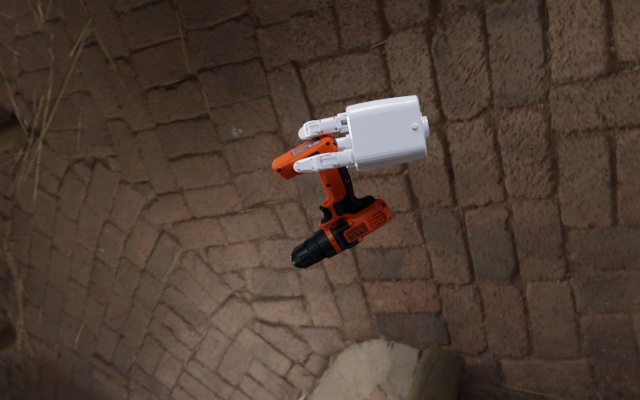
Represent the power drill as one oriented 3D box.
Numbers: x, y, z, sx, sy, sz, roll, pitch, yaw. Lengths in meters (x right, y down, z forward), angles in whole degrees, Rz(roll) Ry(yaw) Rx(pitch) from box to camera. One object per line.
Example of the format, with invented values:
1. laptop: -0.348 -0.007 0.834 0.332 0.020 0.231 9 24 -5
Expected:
1. power drill: 0.000 0.002 0.767 0.184 0.188 0.057 -31 22 0
